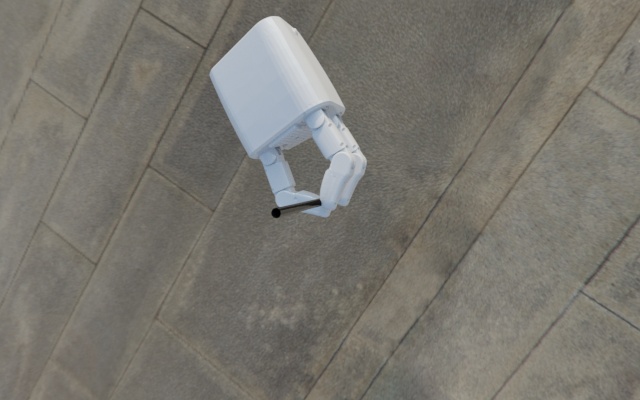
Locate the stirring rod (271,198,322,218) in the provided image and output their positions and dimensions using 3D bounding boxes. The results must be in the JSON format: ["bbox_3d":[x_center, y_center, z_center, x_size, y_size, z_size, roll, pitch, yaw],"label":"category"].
[{"bbox_3d":[0.000,0.002,0.482,0.011,0.011,0.239,0,4,17],"label":"stirring rod"}]
